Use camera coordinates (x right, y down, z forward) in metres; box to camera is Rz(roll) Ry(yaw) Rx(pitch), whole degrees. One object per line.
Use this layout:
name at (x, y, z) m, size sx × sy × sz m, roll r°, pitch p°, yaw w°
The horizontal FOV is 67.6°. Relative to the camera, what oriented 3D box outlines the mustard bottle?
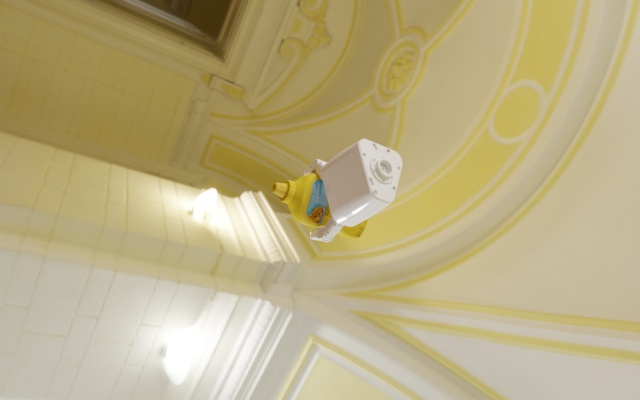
mustard bottle at (0.000, 0.003, 0.878) m, size 0.192 × 0.096 × 0.058 m, roll 18°, pitch -6°, yaw -28°
